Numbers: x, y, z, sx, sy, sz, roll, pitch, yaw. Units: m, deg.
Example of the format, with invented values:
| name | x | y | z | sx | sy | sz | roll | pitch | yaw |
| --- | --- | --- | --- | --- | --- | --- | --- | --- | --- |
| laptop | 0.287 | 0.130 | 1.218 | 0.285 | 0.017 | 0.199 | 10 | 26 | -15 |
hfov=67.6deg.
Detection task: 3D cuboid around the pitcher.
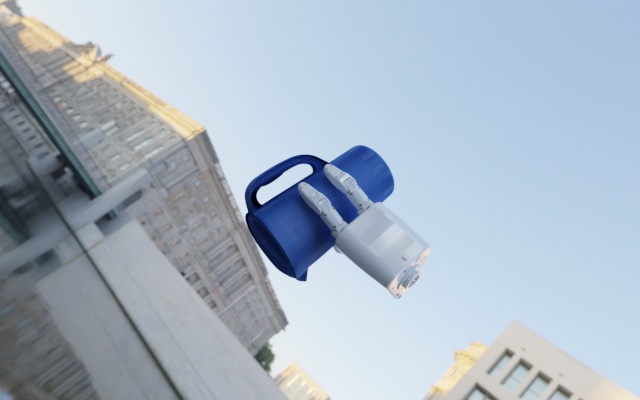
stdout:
| name | x | y | z | sx | sy | sz | roll | pitch | yaw |
| --- | --- | --- | --- | --- | --- | --- | --- | --- | --- |
| pitcher | 0.000 | 0.003 | 0.795 | 0.242 | 0.145 | 0.149 | -37 | -29 | -21 |
